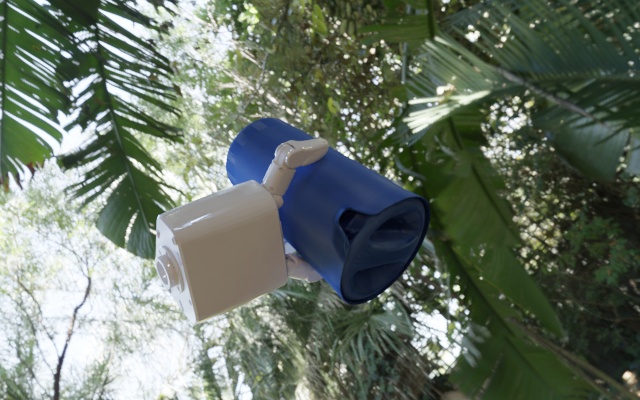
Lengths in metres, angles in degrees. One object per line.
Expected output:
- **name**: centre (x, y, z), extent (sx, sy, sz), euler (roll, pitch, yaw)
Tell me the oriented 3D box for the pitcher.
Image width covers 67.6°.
- **pitcher**: centre (0.000, 0.002, 0.565), extent (0.145, 0.149, 0.242), euler (-22, 44, -35)
